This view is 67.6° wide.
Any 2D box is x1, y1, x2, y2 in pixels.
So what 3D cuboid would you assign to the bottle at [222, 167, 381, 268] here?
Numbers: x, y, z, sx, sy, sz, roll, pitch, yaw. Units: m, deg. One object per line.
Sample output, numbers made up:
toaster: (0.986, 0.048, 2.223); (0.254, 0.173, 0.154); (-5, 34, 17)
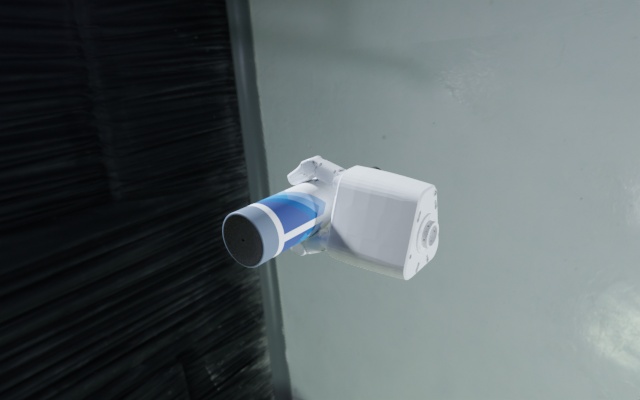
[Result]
bottle: (0.000, 0.002, 0.644); (0.069, 0.069, 0.295); (0, 17, 38)
